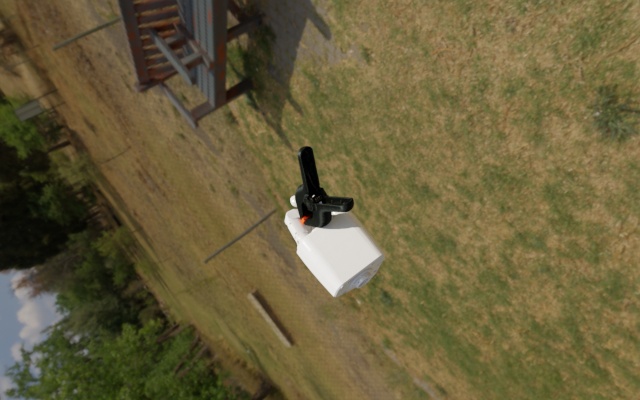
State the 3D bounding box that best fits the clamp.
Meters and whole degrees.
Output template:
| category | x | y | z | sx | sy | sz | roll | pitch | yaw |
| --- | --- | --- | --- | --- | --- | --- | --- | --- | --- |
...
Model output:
| category | x | y | z | sx | sy | sz | roll | pitch | yaw |
| --- | --- | --- | --- | --- | --- | --- | --- | --- | --- |
| clamp | 0.000 | 0.003 | 0.764 | 0.039 | 0.120 | 0.172 | -27 | -25 | -20 |
